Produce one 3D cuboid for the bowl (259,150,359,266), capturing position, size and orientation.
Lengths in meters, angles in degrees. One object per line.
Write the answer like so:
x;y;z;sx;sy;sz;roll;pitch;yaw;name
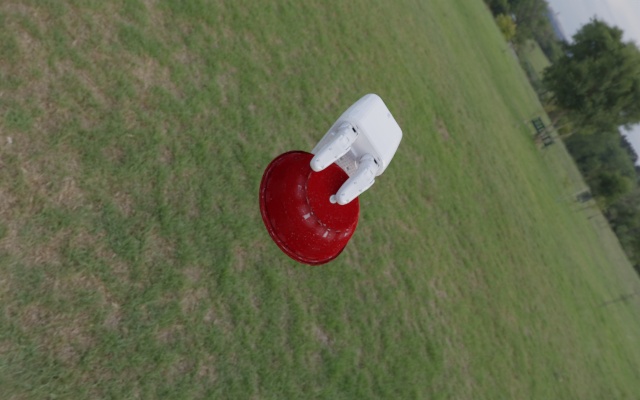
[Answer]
0.000;0.003;0.632;0.162;0.162;0.055;0;-14;-41;bowl
